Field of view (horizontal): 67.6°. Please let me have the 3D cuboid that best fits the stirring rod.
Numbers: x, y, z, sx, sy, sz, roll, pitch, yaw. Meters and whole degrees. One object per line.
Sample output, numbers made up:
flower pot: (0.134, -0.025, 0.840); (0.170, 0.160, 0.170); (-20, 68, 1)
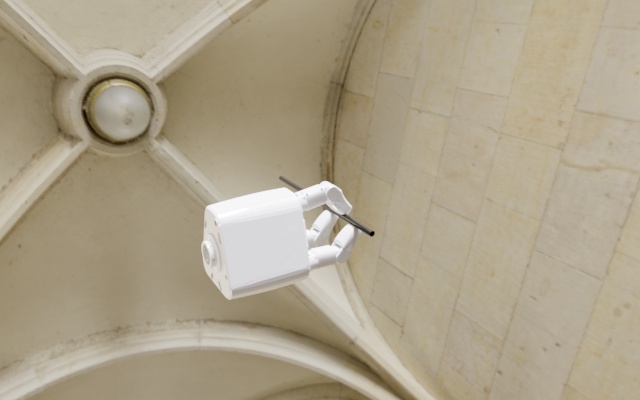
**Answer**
stirring rod: (0.000, 0.002, 0.689); (0.011, 0.011, 0.239); (0, 19, -35)
